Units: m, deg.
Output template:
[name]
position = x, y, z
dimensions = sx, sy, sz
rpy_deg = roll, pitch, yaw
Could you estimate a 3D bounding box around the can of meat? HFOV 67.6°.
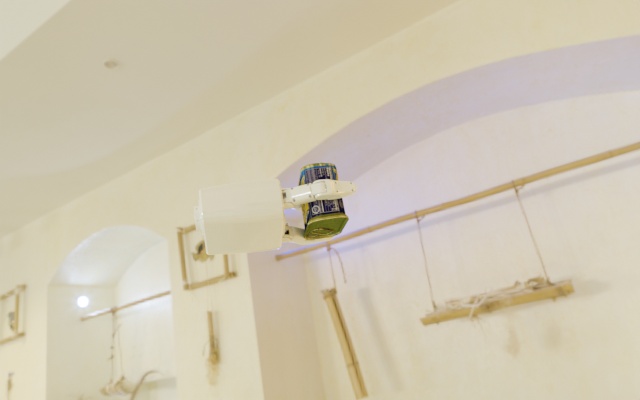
[can of meat]
position = 0.000, 0.002, 0.691
dimensions = 0.057, 0.084, 0.102
rpy_deg = -7, -18, -9
